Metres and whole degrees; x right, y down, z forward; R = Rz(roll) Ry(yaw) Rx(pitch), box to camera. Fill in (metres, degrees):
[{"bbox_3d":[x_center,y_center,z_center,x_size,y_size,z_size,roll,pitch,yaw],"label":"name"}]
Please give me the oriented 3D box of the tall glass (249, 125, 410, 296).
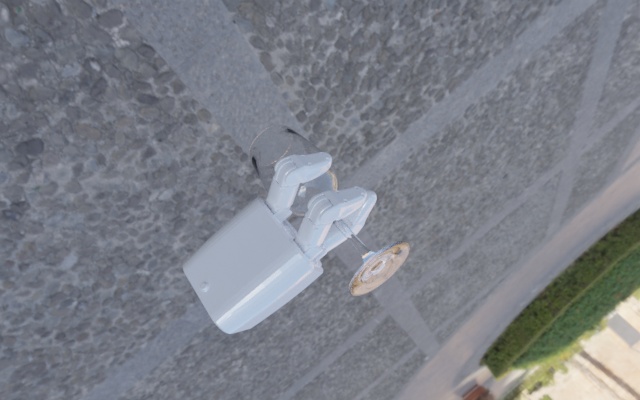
[{"bbox_3d":[0.001,0.002,0.507,0.079,0.079,0.201,0,41,-49],"label":"tall glass"}]
